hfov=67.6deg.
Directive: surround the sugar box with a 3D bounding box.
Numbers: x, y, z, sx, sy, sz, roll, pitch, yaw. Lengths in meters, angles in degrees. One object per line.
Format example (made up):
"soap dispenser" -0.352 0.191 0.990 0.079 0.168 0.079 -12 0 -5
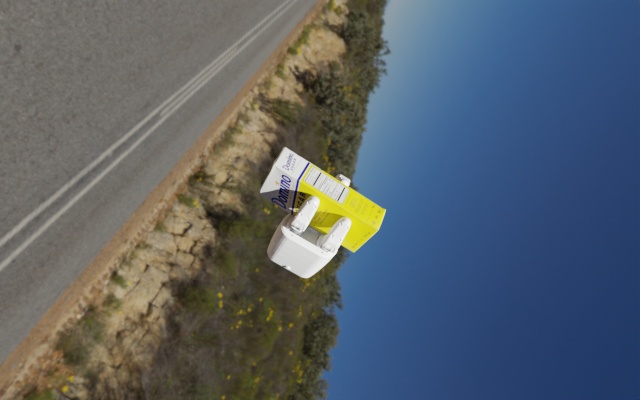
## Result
"sugar box" 0.000 0.003 0.713 0.176 0.048 0.093 29 -35 -5
